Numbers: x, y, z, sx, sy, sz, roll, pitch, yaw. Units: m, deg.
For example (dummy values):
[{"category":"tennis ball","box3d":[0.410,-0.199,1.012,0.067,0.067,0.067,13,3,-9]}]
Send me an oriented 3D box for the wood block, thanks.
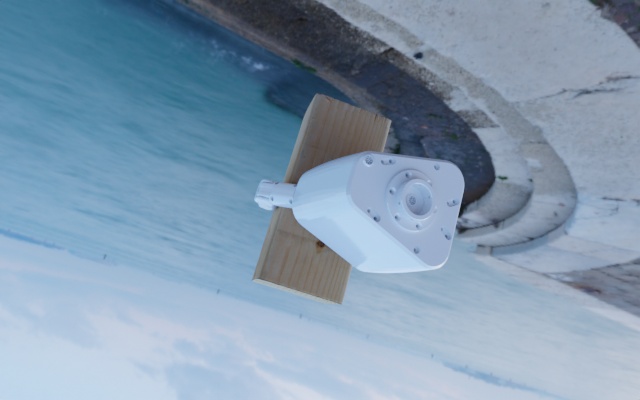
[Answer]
[{"category":"wood block","box3d":[0.000,0.002,0.532,0.091,0.206,0.090,19,-14,-8]}]
